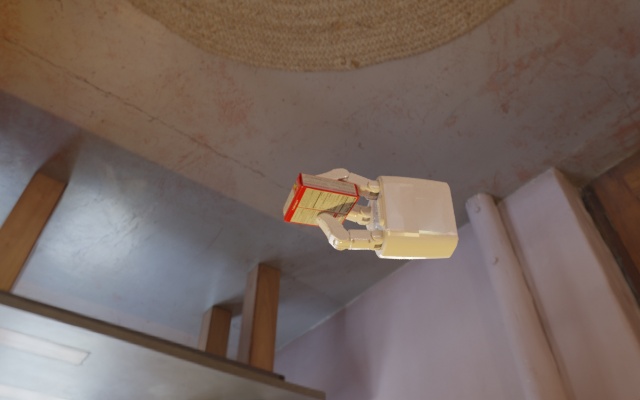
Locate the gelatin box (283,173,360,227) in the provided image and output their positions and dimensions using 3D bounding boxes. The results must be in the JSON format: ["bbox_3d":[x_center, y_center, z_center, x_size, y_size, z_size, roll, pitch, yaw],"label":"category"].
[{"bbox_3d":[0.000,0.002,0.674,0.089,0.030,0.073,9,-46,-21],"label":"gelatin box"}]
